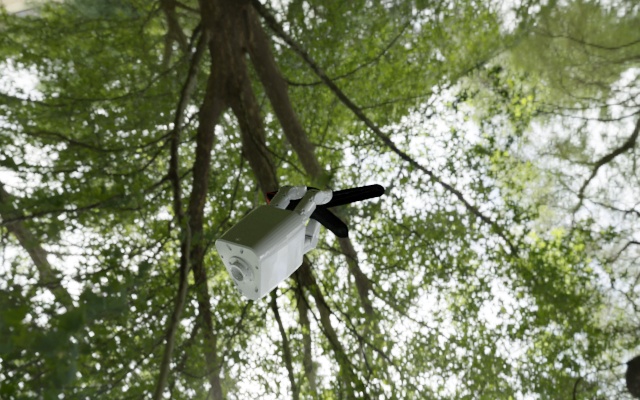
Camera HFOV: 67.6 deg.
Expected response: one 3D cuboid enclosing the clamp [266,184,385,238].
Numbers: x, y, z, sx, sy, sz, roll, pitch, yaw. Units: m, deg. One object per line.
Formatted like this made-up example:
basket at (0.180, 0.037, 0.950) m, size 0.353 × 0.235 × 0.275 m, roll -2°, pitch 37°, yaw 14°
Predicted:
clamp at (0.000, 0.004, 0.844) m, size 0.210 × 0.036 × 0.164 m, roll 10°, pitch 31°, yaw 35°
